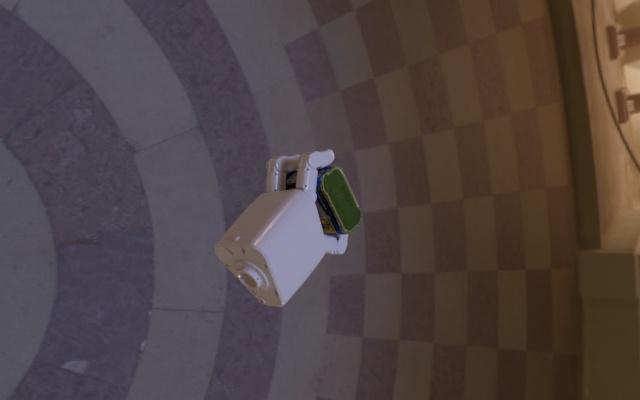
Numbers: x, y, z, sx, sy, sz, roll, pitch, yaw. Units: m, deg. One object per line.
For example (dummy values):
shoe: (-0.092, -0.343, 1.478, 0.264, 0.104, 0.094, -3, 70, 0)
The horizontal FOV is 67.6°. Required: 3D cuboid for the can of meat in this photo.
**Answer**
can of meat: (0.000, 0.002, 0.673, 0.084, 0.102, 0.057, -5, 32, 41)
